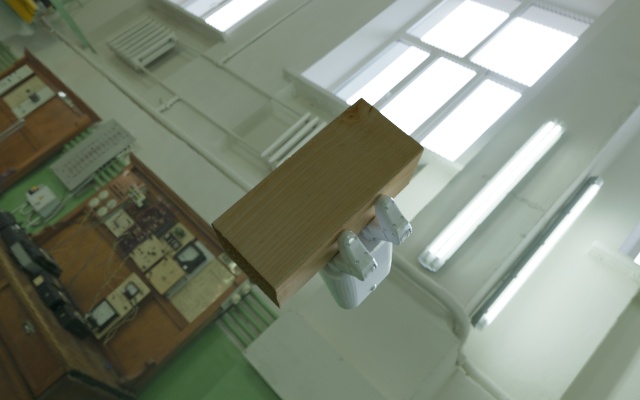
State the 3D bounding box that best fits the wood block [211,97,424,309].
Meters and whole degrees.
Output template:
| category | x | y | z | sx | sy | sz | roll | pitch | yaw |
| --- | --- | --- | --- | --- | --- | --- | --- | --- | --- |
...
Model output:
| category | x | y | z | sx | sy | sz | roll | pitch | yaw |
| --- | --- | --- | --- | --- | --- | --- | --- | --- | --- |
| wood block | 0.000 | 0.002 | 0.501 | 0.206 | 0.091 | 0.090 | -42 | -17 | -18 |
